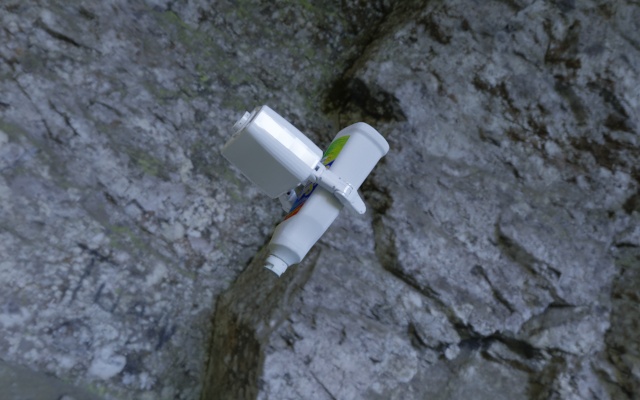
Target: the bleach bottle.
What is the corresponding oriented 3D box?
[{"bbox_3d":[0.000,0.002,0.710,0.068,0.250,0.102,40,-20,-17],"label":"bleach bottle"}]
